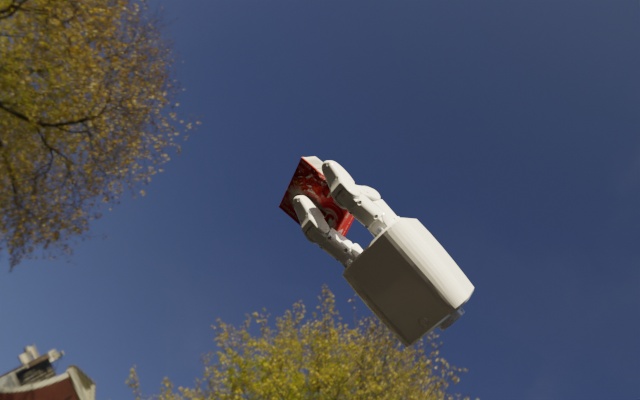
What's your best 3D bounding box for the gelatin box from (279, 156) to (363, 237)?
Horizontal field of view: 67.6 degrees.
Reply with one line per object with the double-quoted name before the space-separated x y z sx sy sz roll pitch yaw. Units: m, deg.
"gelatin box" 0.000 0.002 0.561 0.089 0.073 0.030 40 28 27
